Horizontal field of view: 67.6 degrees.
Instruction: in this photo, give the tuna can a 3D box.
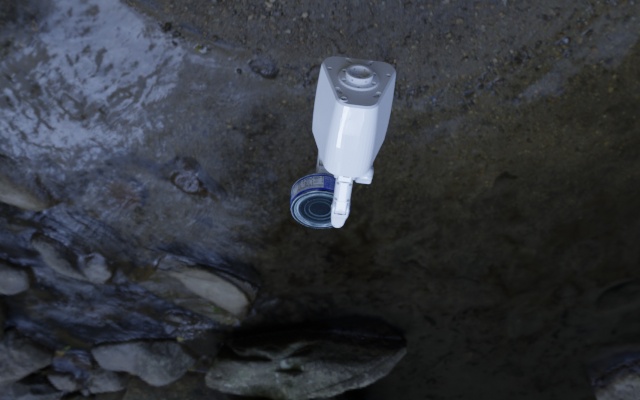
[{"bbox_3d":[0.000,0.003,0.677,0.086,0.033,0.086,1,-41,1],"label":"tuna can"}]
